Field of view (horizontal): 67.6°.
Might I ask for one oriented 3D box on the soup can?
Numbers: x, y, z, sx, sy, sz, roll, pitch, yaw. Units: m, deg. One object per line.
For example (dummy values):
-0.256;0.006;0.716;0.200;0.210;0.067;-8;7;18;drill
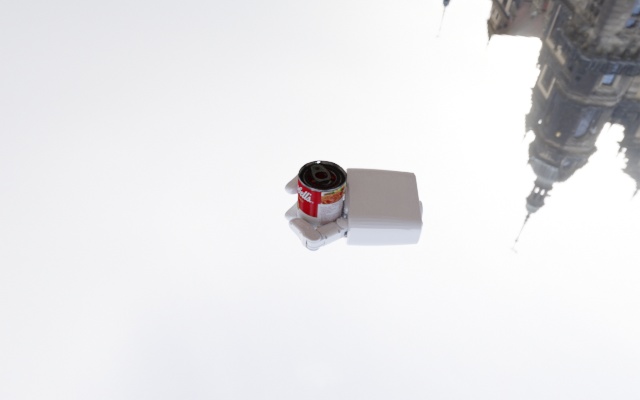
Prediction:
0.000;0.003;0.686;0.068;0.102;0.068;2;41;-2;soup can
